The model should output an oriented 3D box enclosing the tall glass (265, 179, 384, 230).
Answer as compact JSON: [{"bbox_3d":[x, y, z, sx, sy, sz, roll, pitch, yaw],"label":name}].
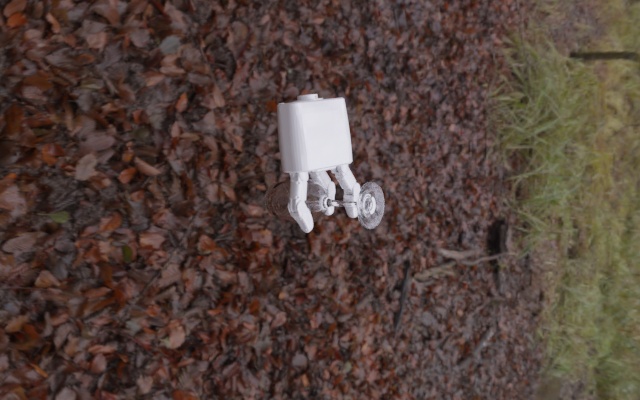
[{"bbox_3d":[0.001,0.003,0.787,0.201,0.079,0.079,3,2,39],"label":"tall glass"}]
